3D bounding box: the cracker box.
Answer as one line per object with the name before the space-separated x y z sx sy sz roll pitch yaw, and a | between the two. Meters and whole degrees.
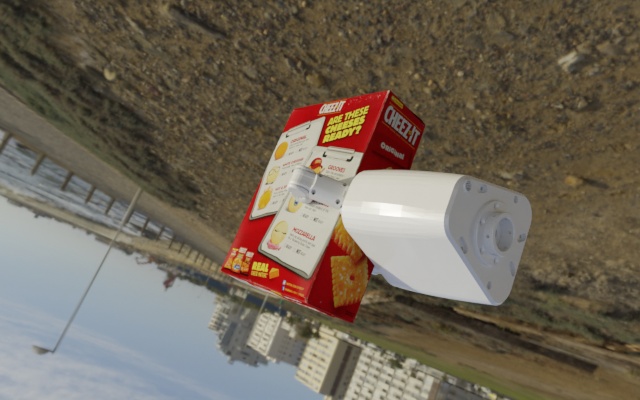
cracker box | 0.000 0.002 0.504 0.072 0.213 0.164 33 -17 -34
